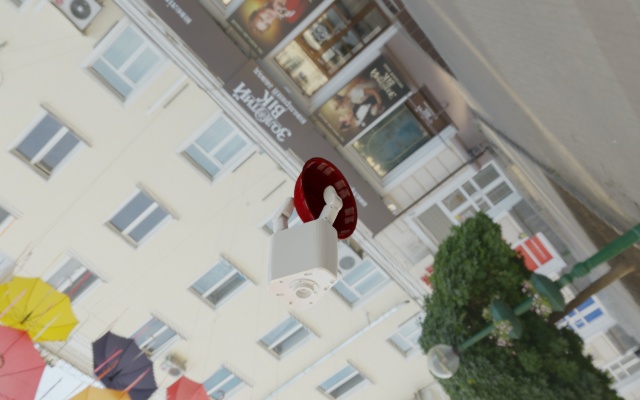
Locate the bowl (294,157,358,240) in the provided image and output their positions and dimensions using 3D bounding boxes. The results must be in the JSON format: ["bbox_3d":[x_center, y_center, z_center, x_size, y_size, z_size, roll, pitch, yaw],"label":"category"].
[{"bbox_3d":[0.000,0.002,0.894,0.055,0.162,0.162,-24,-14,34],"label":"bowl"}]
